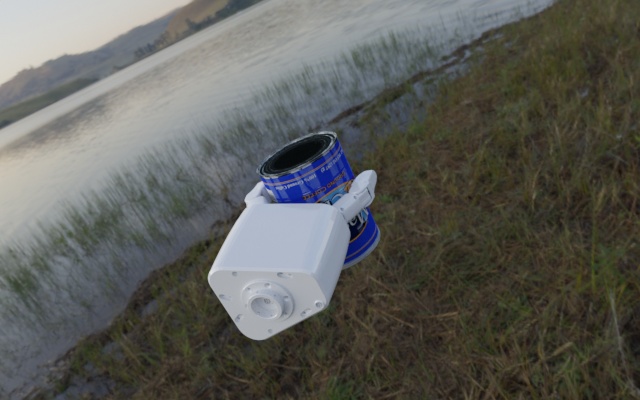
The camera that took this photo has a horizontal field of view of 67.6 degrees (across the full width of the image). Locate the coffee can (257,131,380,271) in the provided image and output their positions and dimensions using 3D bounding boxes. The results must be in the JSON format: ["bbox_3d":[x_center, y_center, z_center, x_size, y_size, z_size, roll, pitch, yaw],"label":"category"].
[{"bbox_3d":[0.000,0.002,0.579,0.103,0.140,0.102,-22,24,10],"label":"coffee can"}]
